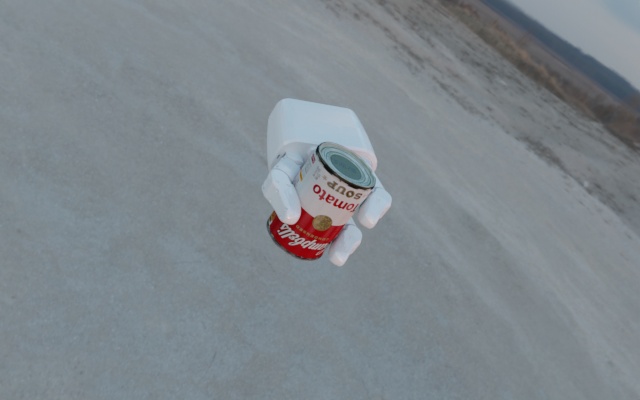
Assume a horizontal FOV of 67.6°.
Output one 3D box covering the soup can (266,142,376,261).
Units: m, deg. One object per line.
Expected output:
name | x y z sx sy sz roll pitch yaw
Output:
soup can | 0.000 0.002 0.471 0.068 0.102 0.068 26 30 -17
